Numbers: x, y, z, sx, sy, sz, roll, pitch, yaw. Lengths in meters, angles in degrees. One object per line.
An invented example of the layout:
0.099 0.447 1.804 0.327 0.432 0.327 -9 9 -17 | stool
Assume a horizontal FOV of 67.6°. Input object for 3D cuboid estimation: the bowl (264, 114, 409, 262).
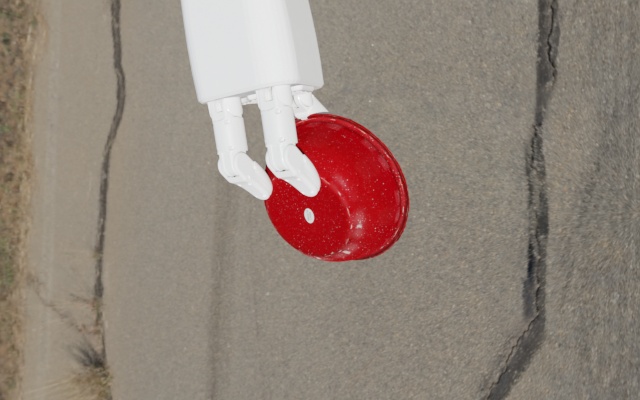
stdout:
0.001 0.003 0.461 0.162 0.162 0.055 0 26 32 | bowl
